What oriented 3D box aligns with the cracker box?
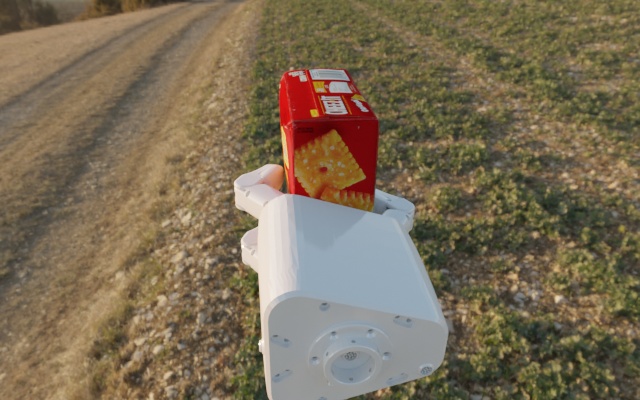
[{"bbox_3d":[0.000,0.001,0.444,0.072,0.214,0.164,-2,28,-6],"label":"cracker box"}]
